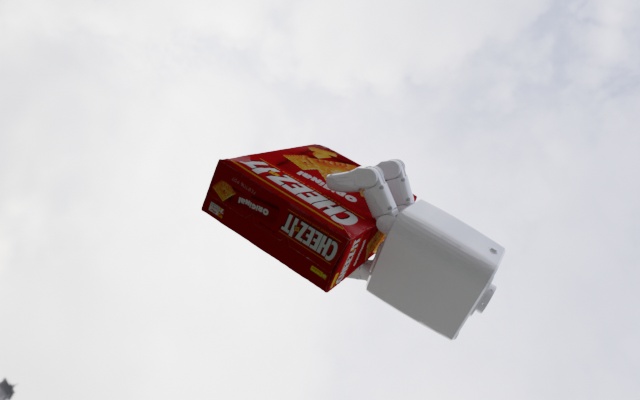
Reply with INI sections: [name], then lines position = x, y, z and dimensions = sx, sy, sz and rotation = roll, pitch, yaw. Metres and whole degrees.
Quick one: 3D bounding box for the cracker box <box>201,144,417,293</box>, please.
[cracker box]
position = 0.000, 0.002, 0.552
dimensions = 0.164, 0.072, 0.213
rotation = 30, 22, 19
